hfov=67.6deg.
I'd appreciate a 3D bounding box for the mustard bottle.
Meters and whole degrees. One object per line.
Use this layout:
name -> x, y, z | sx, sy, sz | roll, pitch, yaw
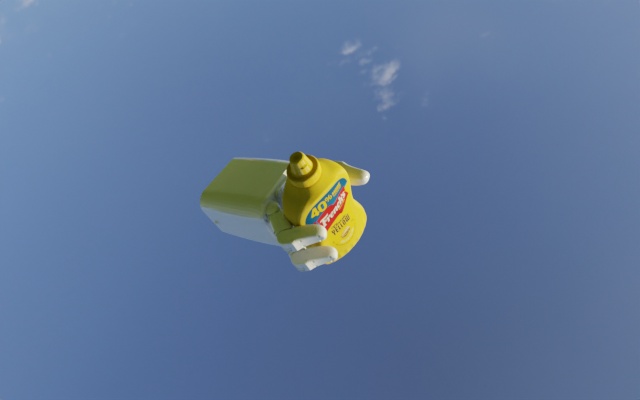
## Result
mustard bottle -> 0.000, 0.002, 0.614 | 0.058, 0.096, 0.192 | 35, -16, 35
